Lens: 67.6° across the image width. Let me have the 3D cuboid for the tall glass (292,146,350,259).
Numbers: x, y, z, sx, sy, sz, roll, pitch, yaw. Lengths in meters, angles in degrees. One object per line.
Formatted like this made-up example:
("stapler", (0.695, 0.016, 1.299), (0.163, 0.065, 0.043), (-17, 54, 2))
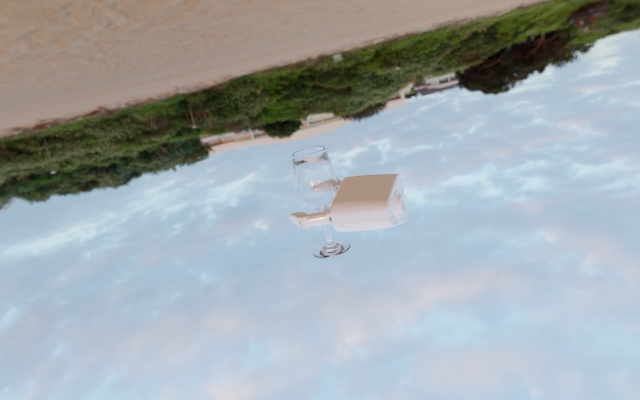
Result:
("tall glass", (0.000, 0.004, 0.896), (0.079, 0.201, 0.079), (-12, 17, 4))
